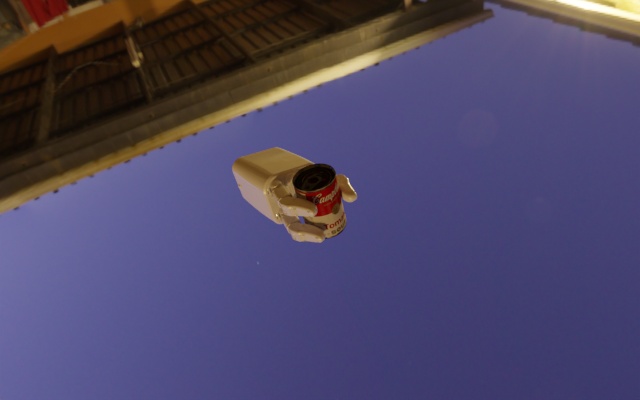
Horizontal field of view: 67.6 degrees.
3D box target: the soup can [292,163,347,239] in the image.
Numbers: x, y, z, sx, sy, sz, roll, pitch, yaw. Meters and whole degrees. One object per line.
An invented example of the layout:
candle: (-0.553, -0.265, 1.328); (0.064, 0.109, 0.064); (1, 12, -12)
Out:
soup can: (0.001, 0.003, 0.752); (0.068, 0.102, 0.068); (-9, 39, 8)
